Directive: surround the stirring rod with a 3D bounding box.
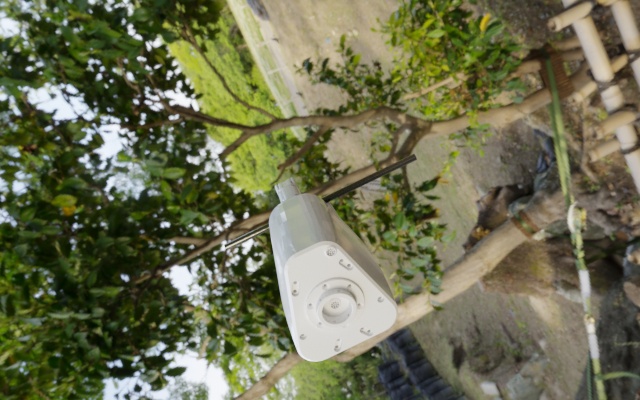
[{"bbox_3d":[0.000,0.002,0.546,0.239,0.011,0.011,-26,0,0],"label":"stirring rod"}]
